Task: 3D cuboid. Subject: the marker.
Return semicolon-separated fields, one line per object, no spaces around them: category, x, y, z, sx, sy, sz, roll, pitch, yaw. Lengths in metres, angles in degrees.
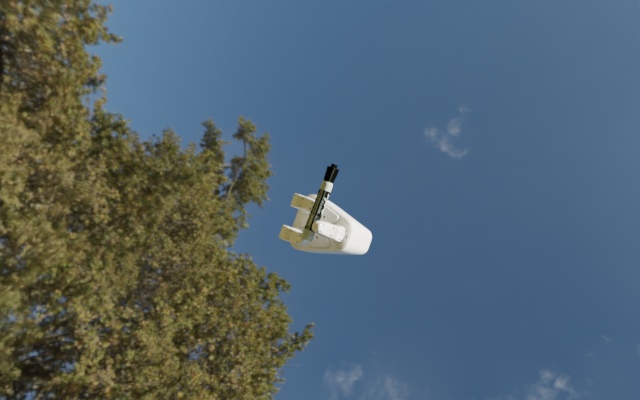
marker;0.000;0.002;0.718;0.020;0.121;0.020;21;-1;1
